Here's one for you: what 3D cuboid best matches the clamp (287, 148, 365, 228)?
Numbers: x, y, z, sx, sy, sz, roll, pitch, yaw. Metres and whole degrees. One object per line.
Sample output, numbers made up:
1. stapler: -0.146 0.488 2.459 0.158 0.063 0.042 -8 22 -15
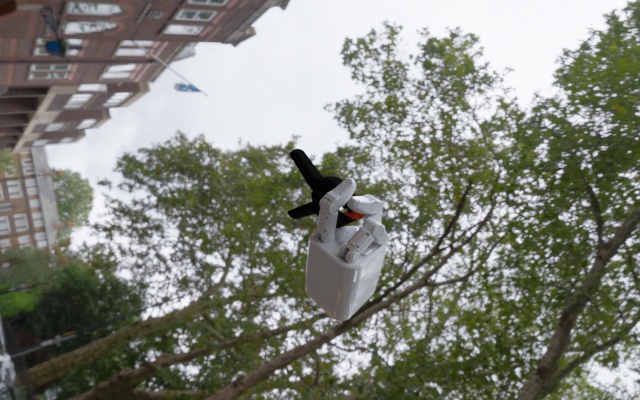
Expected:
1. clamp: 0.001 0.002 0.750 0.039 0.120 0.171 -17 38 -32
